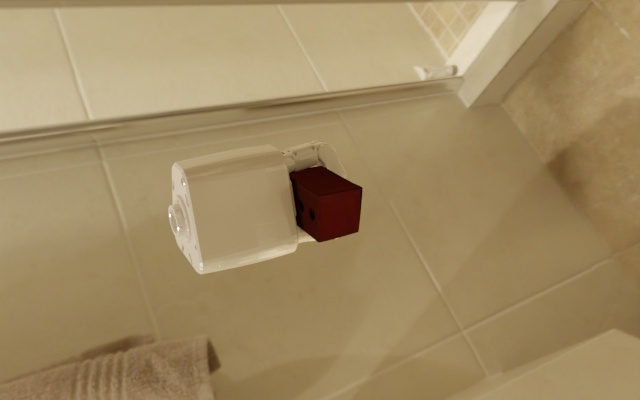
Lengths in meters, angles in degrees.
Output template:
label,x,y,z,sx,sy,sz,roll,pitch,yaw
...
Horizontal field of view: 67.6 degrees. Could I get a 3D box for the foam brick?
label,x,y,z,sx,sy,sz,roll,pitch,yaw
foam brick,0.000,0.002,0.503,0.051,0.053,0.078,-12,26,-30
